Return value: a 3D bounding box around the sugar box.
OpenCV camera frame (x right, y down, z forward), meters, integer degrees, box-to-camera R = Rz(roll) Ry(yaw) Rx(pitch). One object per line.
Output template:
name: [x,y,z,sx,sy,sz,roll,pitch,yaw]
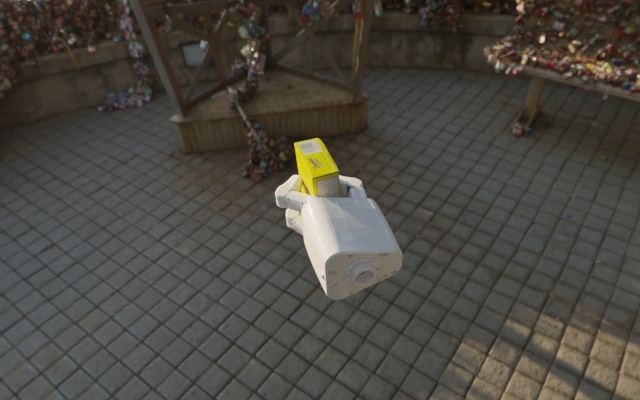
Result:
sugar box: [0.000,0.003,0.730,0.048,0.176,0.093,-14,42,-11]
